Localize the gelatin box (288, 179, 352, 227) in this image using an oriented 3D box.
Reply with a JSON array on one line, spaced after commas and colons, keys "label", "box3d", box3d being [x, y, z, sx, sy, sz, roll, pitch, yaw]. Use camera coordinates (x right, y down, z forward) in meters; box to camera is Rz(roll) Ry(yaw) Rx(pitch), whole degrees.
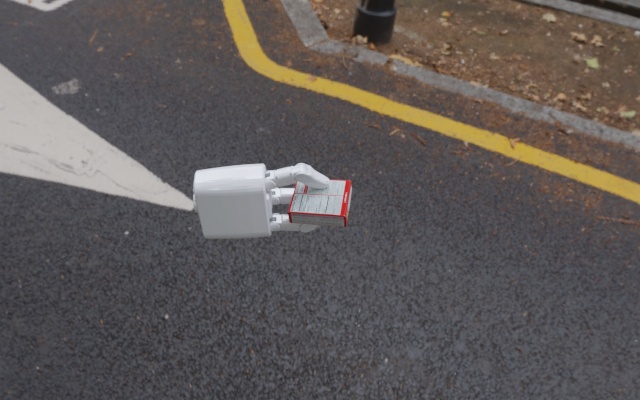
[{"label": "gelatin box", "box3d": [0.000, 0.002, 0.734, 0.089, 0.073, 0.030, 3, -41, 10]}]
